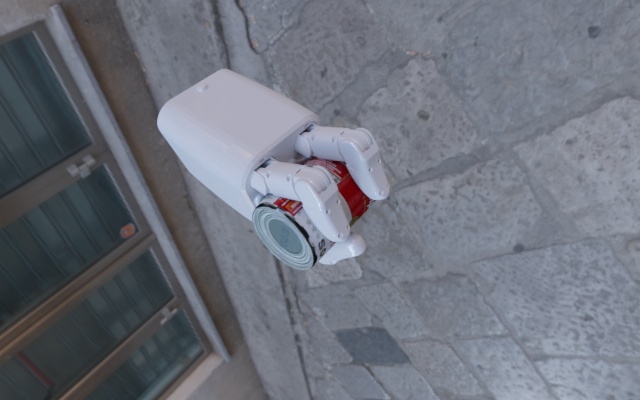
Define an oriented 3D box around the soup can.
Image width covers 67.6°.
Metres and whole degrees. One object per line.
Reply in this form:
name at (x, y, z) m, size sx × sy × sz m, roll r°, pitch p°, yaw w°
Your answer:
soup can at (0.000, 0.002, 0.405) m, size 0.068 × 0.068 × 0.102 m, roll 0°, pitch 36°, yaw 49°
